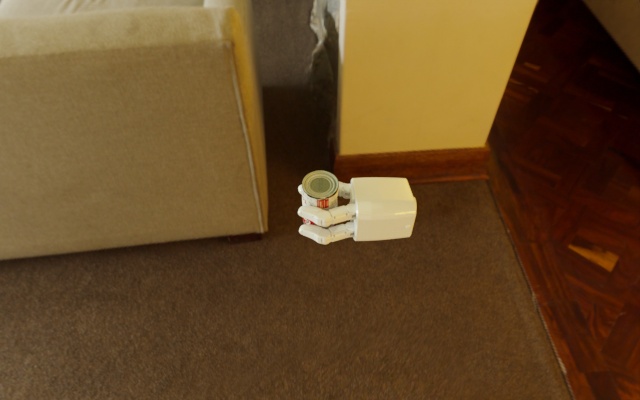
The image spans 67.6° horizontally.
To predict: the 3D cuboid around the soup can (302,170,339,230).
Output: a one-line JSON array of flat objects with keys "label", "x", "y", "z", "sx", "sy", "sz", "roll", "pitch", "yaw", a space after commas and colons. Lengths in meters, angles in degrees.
[{"label": "soup can", "x": 0.000, "y": 0.003, "z": 0.877, "sx": 0.068, "sy": 0.068, "sz": 0.102, "roll": 0, "pitch": -39, "yaw": 0}]
